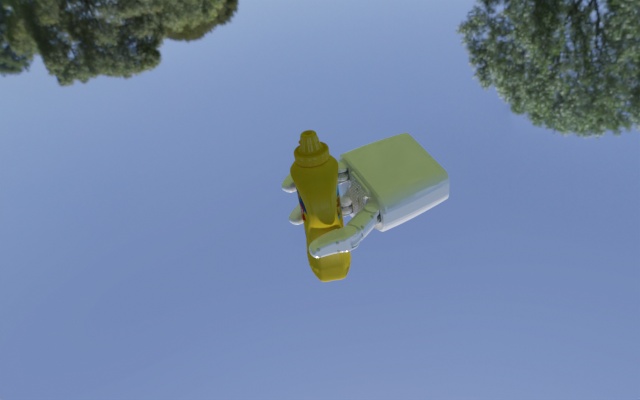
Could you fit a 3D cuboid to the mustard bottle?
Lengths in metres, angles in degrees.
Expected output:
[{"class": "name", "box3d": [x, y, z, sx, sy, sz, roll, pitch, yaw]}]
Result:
[{"class": "mustard bottle", "box3d": [0.000, 0.002, 0.590, 0.058, 0.192, 0.096, -9, 35, 1]}]
